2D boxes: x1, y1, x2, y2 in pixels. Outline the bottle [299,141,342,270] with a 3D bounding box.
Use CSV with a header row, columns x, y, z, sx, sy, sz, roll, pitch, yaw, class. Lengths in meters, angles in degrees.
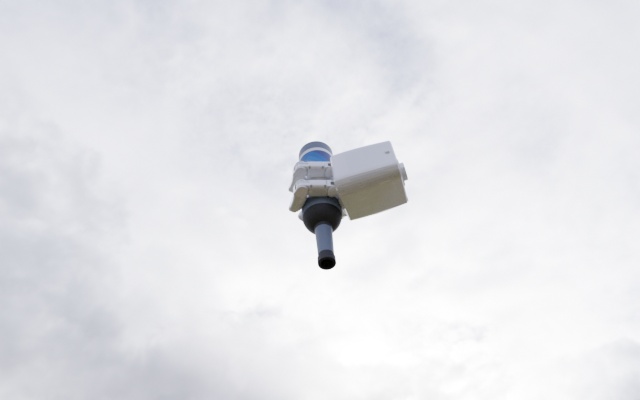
x,y,z,sx,sy,sz,roll,pitch,yaw,class
0.000,0.003,0.810,0.069,0.069,0.295,0,38,-5,bottle
